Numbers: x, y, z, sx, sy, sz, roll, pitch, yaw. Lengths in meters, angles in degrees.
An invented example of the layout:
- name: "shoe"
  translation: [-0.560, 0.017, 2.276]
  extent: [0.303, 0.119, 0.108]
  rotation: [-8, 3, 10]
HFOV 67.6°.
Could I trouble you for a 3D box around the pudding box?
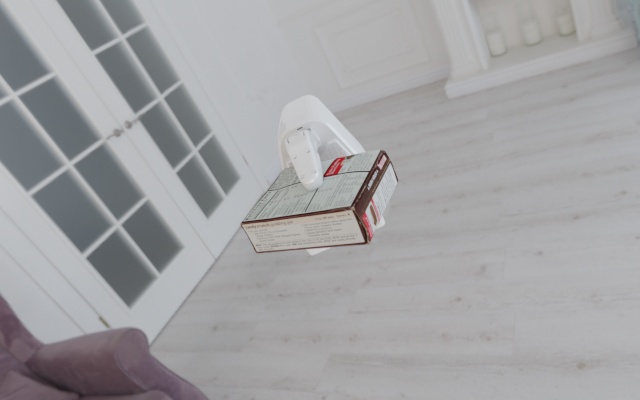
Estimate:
- name: "pudding box"
  translation: [0.000, 0.001, 0.410]
  extent: [0.113, 0.039, 0.090]
  rotation: [-10, 31, 32]
